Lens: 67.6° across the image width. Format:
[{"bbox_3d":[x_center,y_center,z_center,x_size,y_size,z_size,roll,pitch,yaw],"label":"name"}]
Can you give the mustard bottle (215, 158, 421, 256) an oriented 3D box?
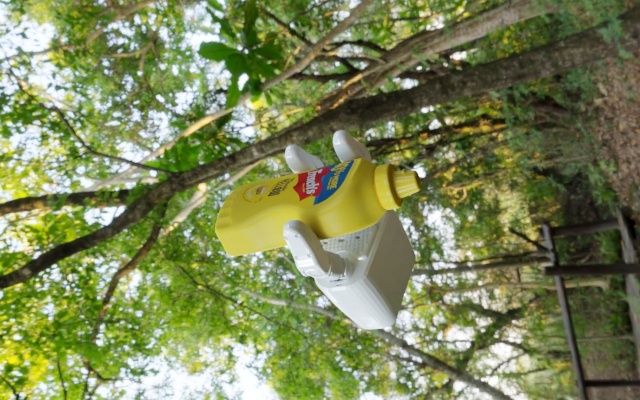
[{"bbox_3d":[0.000,0.001,0.453,0.191,0.058,0.096,-12,25,24],"label":"mustard bottle"}]
